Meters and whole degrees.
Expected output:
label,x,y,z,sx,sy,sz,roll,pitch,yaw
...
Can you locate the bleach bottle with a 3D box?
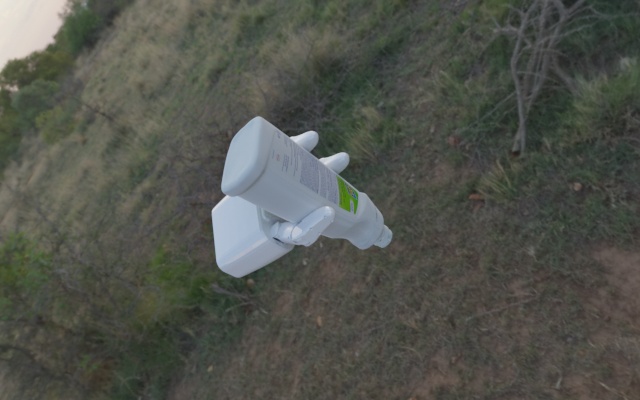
label,x,y,z,sx,sy,sz,roll,pitch,yaw
bleach bottle,0.000,0.002,0.601,0.251,0.102,0.068,33,-50,-31
